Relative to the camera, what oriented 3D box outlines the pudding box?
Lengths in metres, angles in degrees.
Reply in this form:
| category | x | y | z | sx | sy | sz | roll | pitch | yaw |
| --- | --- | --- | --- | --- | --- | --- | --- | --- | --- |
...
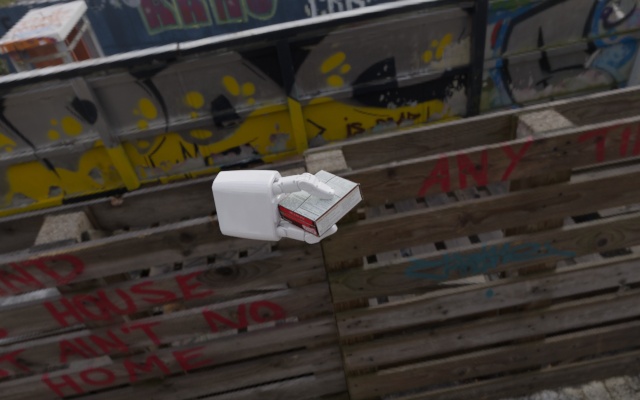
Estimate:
| category | x | y | z | sx | sy | sz | roll | pitch | yaw |
| --- | --- | --- | --- | --- | --- | --- | --- | --- | --- |
| pudding box | 0.000 | 0.002 | 0.785 | 0.090 | 0.039 | 0.113 | 25 | 53 | 39 |
